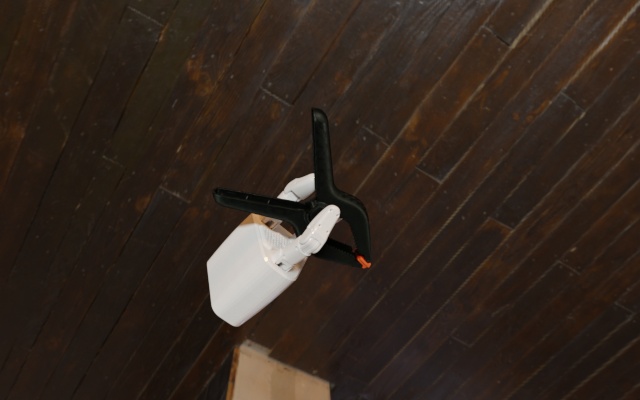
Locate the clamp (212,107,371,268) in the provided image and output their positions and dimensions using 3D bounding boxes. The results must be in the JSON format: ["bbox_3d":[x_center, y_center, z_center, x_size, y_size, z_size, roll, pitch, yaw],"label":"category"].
[{"bbox_3d":[0.000,0.003,0.578,0.210,0.164,0.036,40,17,-20],"label":"clamp"}]
